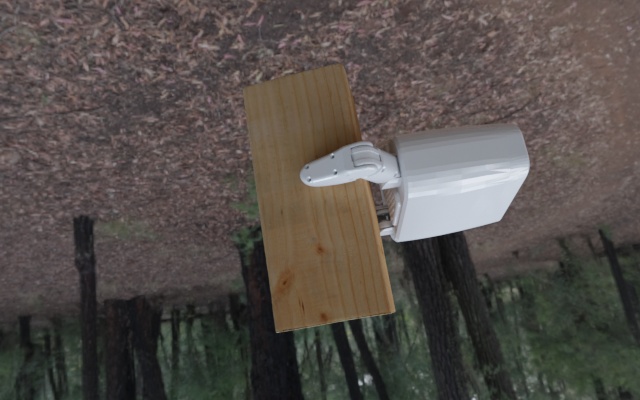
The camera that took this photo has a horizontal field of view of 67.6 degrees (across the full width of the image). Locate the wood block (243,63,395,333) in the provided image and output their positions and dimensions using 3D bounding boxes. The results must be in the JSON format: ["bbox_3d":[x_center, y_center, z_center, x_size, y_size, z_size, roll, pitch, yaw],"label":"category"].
[{"bbox_3d":[0.000,0.001,0.418,0.090,0.206,0.091,-12,-14,9],"label":"wood block"}]
